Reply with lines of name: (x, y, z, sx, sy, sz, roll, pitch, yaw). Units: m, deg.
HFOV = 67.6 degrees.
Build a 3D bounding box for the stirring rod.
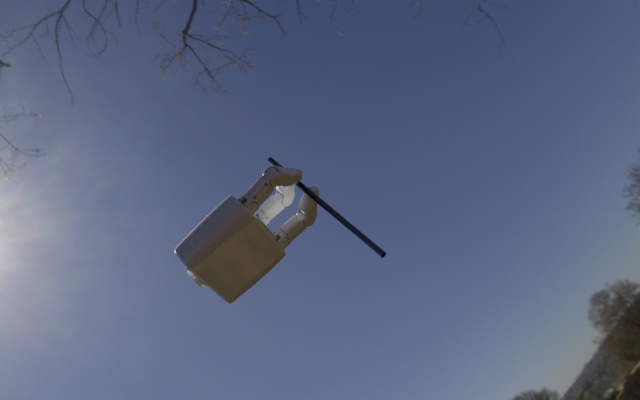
stirring rod: (0.000, 0.002, 0.636, 0.011, 0.011, 0.239, 0, 31, -47)
